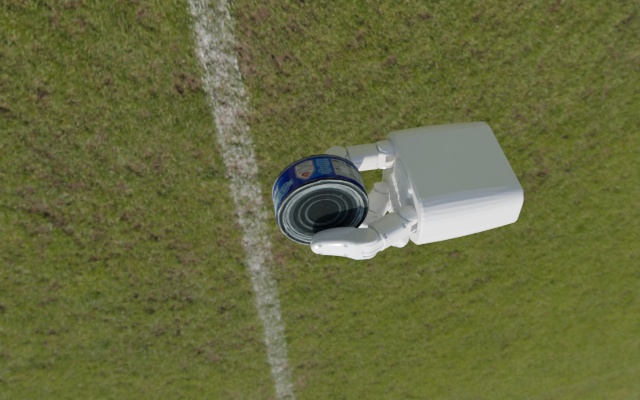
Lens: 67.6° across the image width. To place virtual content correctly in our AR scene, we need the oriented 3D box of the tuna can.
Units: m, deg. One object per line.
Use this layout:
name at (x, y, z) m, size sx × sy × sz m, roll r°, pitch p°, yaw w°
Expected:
tuna can at (0.000, 0.002, 0.433) m, size 0.086 × 0.086 × 0.033 m, roll 0°, pitch 44°, yaw -14°
